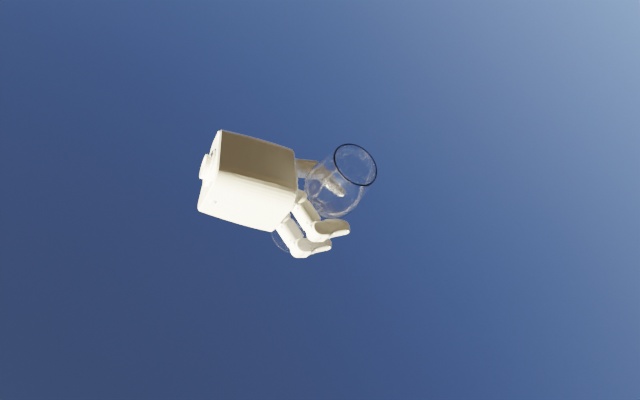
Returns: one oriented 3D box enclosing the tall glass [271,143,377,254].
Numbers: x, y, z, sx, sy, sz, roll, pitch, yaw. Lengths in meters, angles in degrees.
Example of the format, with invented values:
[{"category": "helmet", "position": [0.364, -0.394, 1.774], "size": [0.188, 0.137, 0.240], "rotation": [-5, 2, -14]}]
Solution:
[{"category": "tall glass", "position": [0.000, 0.002, 0.662], "size": [0.079, 0.079, 0.201], "rotation": [0, -28, -30]}]
